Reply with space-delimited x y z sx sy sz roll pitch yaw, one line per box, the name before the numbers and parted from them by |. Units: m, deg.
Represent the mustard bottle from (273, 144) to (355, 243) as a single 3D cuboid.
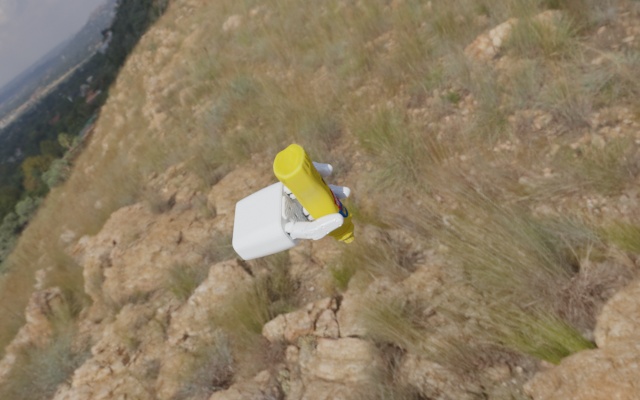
mustard bottle | 0.000 0.002 0.775 0.058 0.192 0.096 -34 30 6
